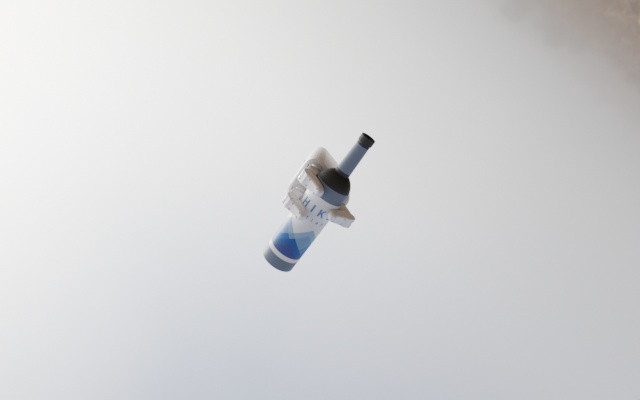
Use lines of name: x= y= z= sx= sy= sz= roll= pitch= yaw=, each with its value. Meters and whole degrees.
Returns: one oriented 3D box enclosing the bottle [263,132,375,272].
bottle: x=0.000 y=0.003 z=0.862 sx=0.069 sy=0.296 sz=0.069 roll=31 pitch=21 yaw=-14
